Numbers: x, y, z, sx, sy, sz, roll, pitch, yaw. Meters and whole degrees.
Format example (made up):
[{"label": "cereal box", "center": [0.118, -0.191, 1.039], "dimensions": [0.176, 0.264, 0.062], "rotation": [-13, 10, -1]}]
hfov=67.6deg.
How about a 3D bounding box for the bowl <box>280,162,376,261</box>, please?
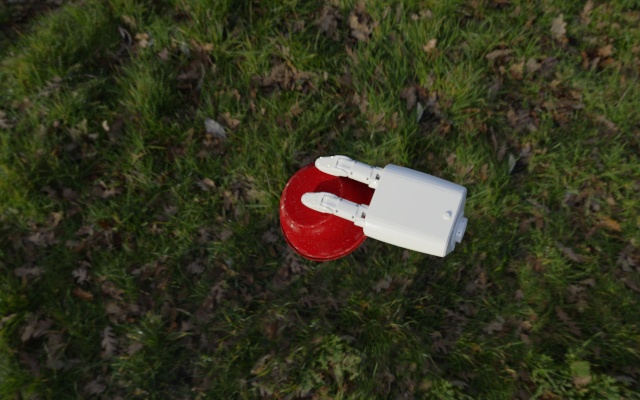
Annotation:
[{"label": "bowl", "center": [-0.001, 0.002, 0.687], "dimensions": [0.162, 0.162, 0.055], "rotation": [0, -20, 27]}]
